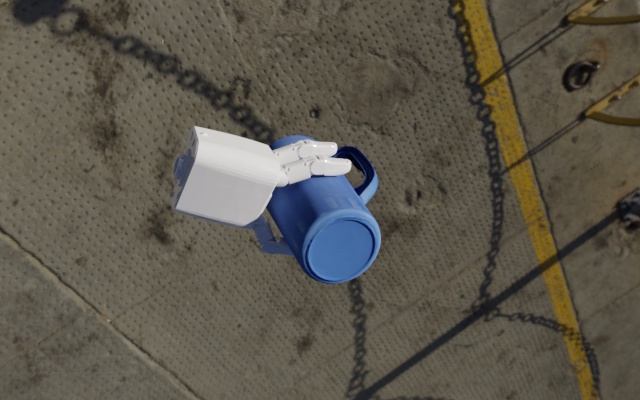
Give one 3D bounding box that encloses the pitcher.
[{"bbox_3d":[0.000,0.002,0.676,0.145,0.149,0.242,16,20,-26],"label":"pitcher"}]
